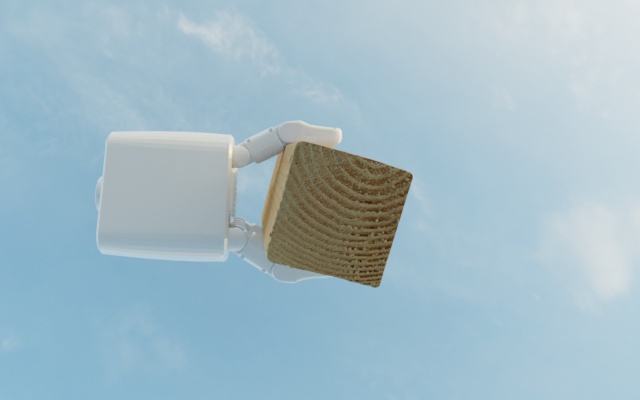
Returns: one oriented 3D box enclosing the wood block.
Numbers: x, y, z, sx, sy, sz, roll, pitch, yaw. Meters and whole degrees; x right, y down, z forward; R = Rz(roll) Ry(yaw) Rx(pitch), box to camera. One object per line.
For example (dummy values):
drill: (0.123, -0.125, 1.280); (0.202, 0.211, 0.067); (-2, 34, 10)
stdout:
wood block: (0.000, 0.001, 0.440); (0.090, 0.091, 0.206); (15, 4, -9)
